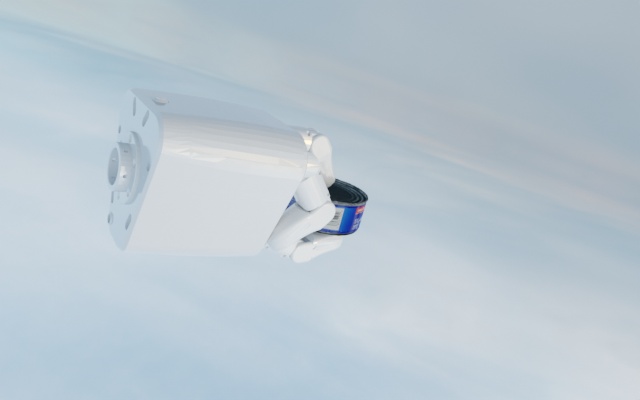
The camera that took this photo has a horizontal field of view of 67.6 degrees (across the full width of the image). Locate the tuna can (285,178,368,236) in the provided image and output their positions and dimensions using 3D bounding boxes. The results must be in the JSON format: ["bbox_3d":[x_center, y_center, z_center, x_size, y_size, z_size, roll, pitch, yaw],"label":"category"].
[{"bbox_3d":[0.000,0.002,0.457,0.086,0.034,0.086,14,17,-4],"label":"tuna can"}]
